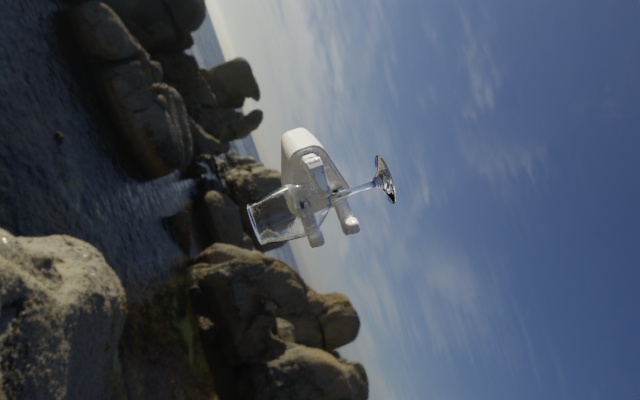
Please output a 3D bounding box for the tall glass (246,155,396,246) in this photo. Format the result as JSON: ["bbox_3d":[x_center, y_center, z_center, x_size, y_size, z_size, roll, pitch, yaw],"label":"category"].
[{"bbox_3d":[0.001,0.002,0.677,0.201,0.079,0.079,-19,2,-5],"label":"tall glass"}]
